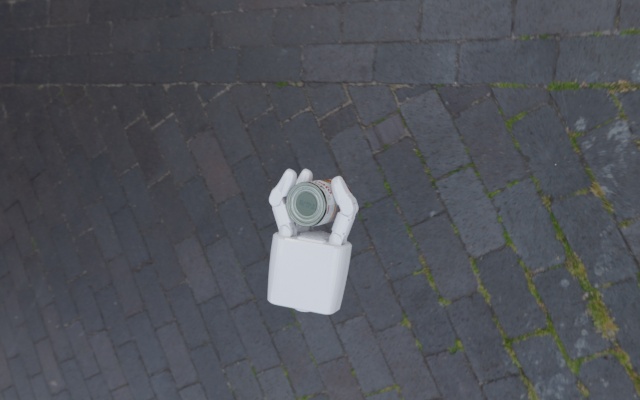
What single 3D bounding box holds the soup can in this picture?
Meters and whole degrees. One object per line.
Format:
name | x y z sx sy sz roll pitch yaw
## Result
soup can | 0.000 0.002 0.729 0.068 0.068 0.102 0 4 26
